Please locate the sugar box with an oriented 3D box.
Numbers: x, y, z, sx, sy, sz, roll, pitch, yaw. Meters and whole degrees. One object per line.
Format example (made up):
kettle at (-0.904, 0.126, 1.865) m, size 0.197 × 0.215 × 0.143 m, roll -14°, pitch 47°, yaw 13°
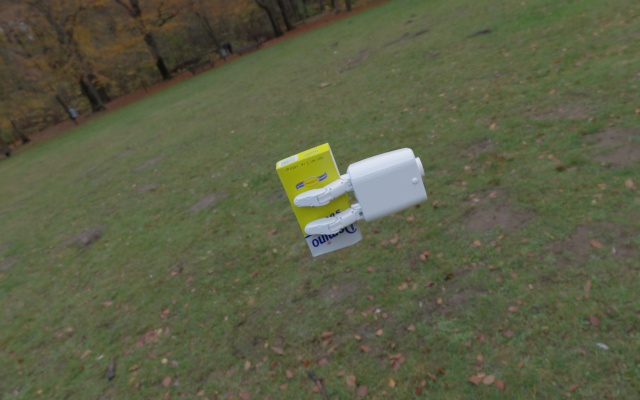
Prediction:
sugar box at (0.000, 0.003, 0.802) m, size 0.093 × 0.176 × 0.048 m, roll -19°, pitch 21°, yaw 7°
